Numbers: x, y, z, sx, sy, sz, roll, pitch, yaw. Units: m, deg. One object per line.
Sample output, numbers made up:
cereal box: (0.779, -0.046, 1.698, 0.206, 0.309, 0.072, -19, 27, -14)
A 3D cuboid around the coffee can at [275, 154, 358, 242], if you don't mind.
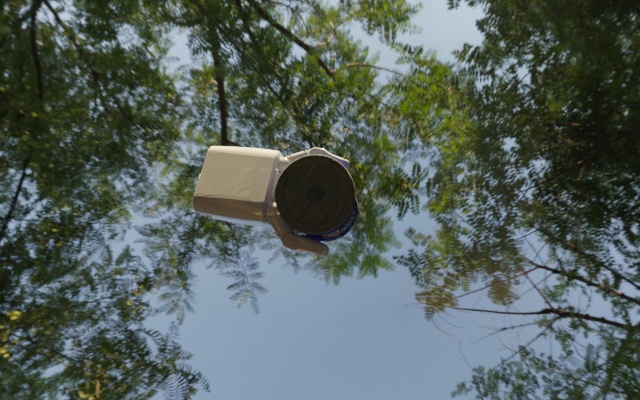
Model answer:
coffee can: (0.000, 0.002, 0.671, 0.103, 0.103, 0.140, 0, -9, 6)
